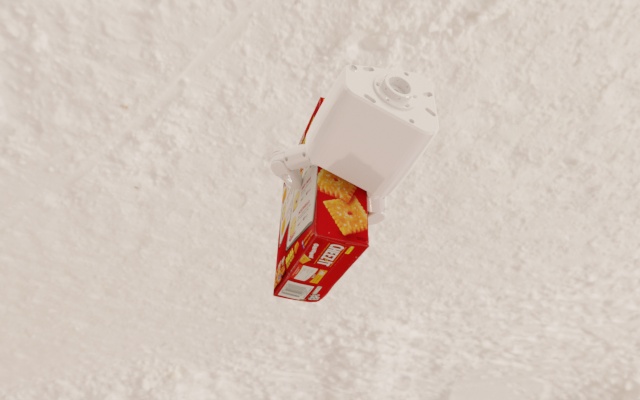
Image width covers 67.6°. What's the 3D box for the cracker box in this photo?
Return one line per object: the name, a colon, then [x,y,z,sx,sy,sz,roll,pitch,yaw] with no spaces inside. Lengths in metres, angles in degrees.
cracker box: [0.000,0.002,0.621,0.072,0.213,0.164,14,-38,-15]
